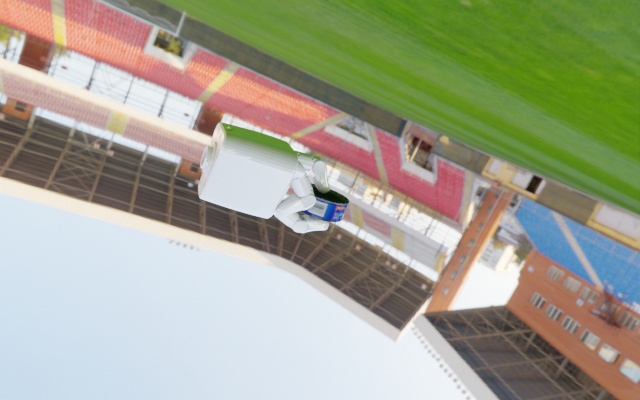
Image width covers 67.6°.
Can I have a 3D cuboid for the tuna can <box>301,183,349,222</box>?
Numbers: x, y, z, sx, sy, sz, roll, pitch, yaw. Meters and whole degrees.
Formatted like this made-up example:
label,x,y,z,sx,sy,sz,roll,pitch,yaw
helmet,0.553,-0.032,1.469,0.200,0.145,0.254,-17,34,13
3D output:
label,x,y,z,sx,sy,sz,roll,pitch,yaw
tuna can,0.000,0.003,0.757,0.086,0.034,0.086,18,14,-5
